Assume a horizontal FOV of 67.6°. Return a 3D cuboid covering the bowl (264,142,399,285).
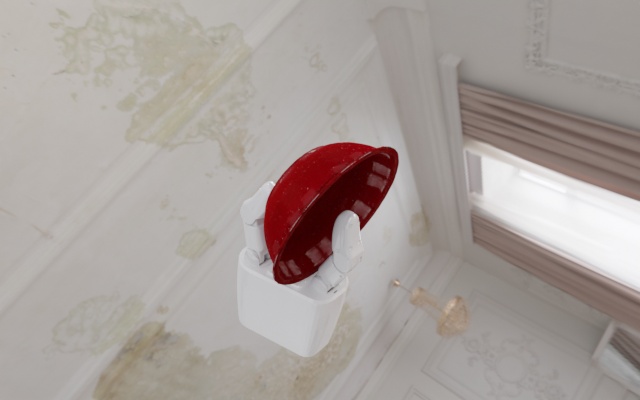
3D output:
[{"bbox_3d":[0.000,0.000,0.447,0.055,0.162,0.162,42,18,21],"label":"bowl"}]
